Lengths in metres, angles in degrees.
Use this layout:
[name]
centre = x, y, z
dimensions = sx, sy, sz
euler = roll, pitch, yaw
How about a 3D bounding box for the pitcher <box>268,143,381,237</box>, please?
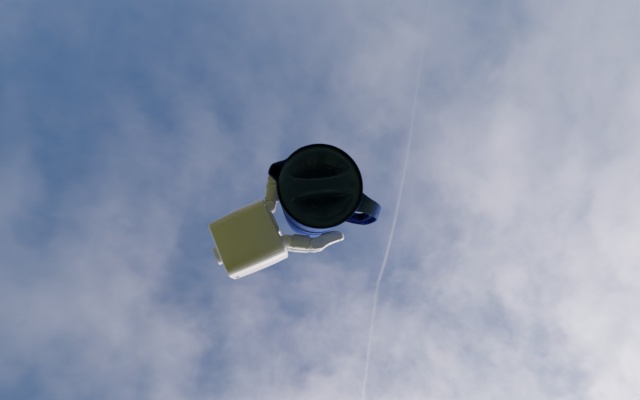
[pitcher]
centre = 0.000, 0.003, 0.836
dimensions = 0.145, 0.149, 0.243
euler = -25, -8, -8
